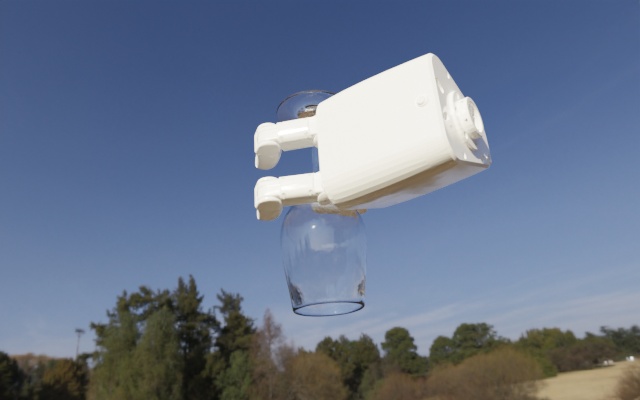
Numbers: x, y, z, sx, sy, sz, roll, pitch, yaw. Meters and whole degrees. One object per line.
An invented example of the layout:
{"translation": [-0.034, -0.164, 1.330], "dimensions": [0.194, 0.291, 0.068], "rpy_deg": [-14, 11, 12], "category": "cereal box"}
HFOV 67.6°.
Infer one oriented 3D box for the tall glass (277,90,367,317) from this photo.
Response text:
{"translation": [0.000, 0.001, 0.444], "dimensions": [0.079, 0.201, 0.079], "rpy_deg": [-4, -23, -2], "category": "tall glass"}
